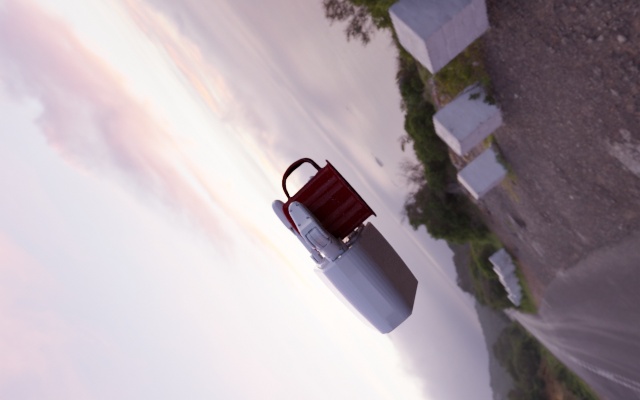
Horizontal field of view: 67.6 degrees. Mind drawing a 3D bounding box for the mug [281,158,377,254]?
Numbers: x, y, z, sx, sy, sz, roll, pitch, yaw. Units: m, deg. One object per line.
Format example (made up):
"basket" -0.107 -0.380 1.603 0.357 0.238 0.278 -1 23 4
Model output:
"mug" -0.001 0.001 0.582 0.081 0.117 0.093 -42 0 5
